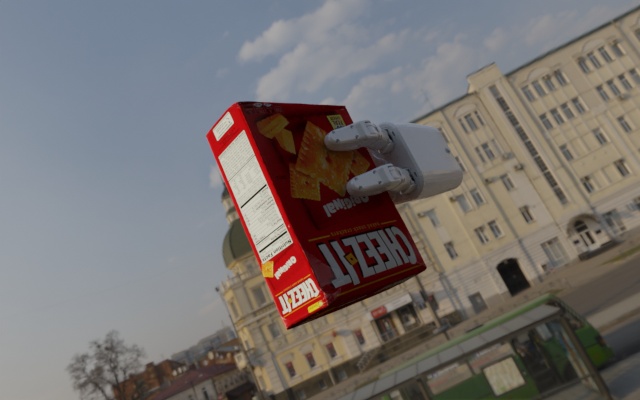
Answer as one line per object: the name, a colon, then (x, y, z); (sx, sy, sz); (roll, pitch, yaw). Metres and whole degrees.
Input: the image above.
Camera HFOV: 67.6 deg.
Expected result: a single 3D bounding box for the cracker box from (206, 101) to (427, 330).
cracker box: (0.000, 0.002, 0.496); (0.164, 0.213, 0.072); (-9, -23, -46)
